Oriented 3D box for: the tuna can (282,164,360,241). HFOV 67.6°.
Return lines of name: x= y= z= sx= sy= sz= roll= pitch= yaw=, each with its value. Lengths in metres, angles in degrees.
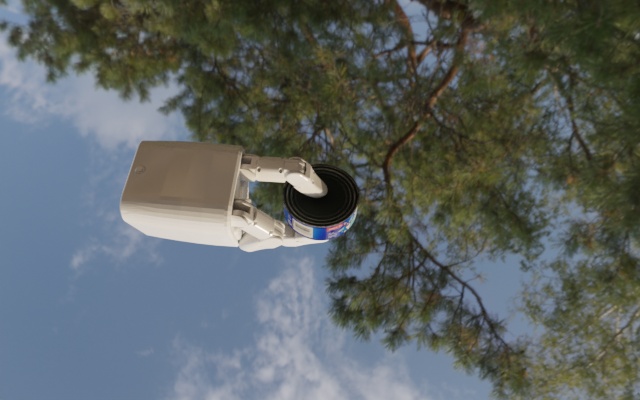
tuna can: x=0.000 y=0.002 z=0.541 sx=0.086 sy=0.086 sz=0.034 roll=0 pitch=-35 yaw=-2
